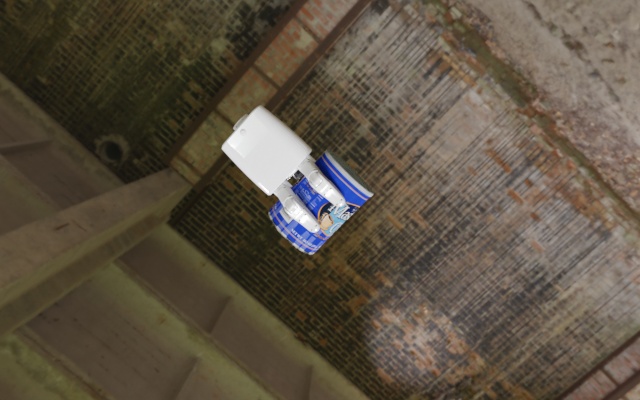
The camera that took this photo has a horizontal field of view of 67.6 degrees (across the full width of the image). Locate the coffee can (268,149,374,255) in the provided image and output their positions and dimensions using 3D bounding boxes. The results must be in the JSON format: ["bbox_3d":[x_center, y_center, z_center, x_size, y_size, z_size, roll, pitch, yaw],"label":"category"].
[{"bbox_3d":[0.000,0.003,0.769,0.103,0.140,0.102,42,11,-10],"label":"coffee can"}]
